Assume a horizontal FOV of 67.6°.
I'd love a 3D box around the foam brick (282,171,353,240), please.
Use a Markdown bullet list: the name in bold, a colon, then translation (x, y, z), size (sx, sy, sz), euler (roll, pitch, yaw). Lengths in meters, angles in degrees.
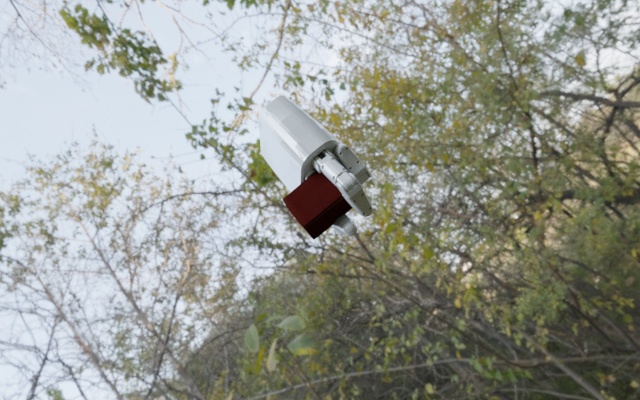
- **foam brick**: translation (0.000, 0.002, 0.611), size (0.078, 0.051, 0.053), euler (-40, -24, -7)
